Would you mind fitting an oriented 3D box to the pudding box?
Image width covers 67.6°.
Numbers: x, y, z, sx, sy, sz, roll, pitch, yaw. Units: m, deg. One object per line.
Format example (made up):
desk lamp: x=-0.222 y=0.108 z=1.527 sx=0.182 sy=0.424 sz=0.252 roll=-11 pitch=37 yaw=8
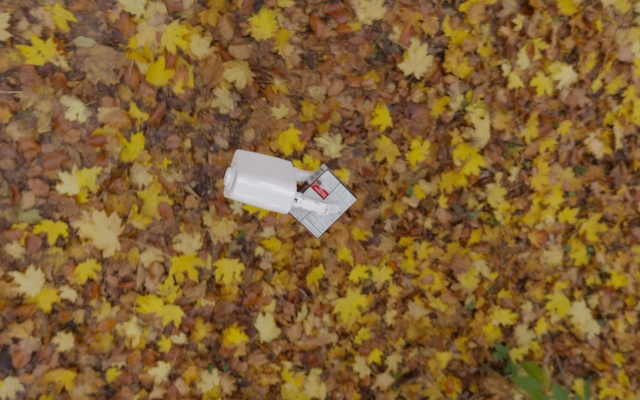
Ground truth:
pudding box: x=0.000 y=0.003 z=0.896 sx=0.090 sy=0.113 sz=0.039 roll=44 pitch=4 yaw=-22
